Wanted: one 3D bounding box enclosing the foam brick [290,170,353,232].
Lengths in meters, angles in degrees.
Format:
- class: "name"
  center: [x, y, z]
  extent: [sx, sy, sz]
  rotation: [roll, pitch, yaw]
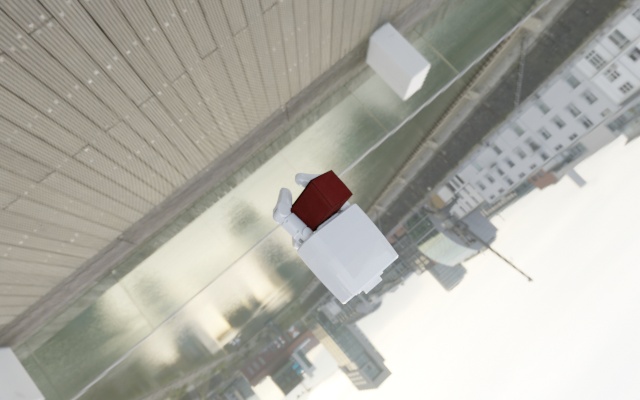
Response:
- class: "foam brick"
  center: [0.000, 0.002, 0.708]
  extent: [0.053, 0.051, 0.078]
  rotation: [-31, -15, -43]
